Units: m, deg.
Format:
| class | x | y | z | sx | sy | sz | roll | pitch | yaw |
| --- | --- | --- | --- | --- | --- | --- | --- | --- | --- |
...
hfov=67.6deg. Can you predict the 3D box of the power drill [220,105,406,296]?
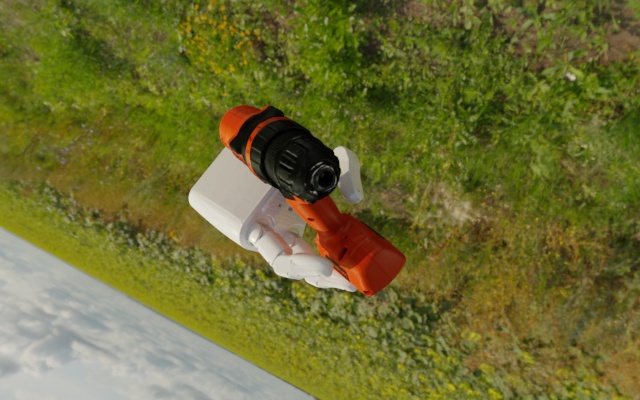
| class | x | y | z | sx | sy | sz | roll | pitch | yaw |
| --- | --- | --- | --- | --- | --- | --- | --- | --- | --- |
| power drill | 0.000 | 0.002 | 0.415 | 0.057 | 0.188 | 0.184 | -42 | 32 | -6 |
